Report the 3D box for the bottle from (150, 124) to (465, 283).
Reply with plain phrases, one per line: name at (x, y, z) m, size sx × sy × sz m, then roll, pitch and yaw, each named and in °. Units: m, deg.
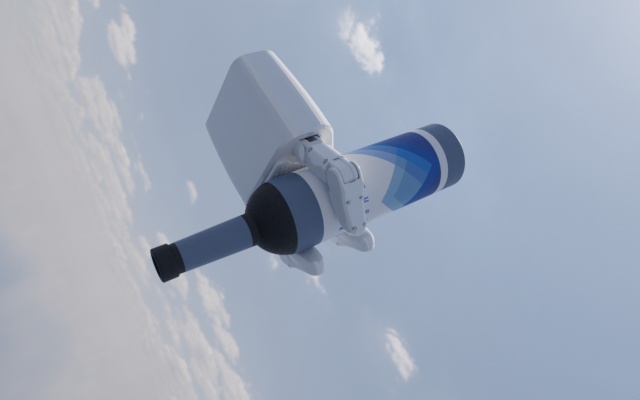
bottle at (0.000, 0.001, 0.422) m, size 0.295 × 0.069 × 0.069 m, roll -21°, pitch 10°, yaw -27°
